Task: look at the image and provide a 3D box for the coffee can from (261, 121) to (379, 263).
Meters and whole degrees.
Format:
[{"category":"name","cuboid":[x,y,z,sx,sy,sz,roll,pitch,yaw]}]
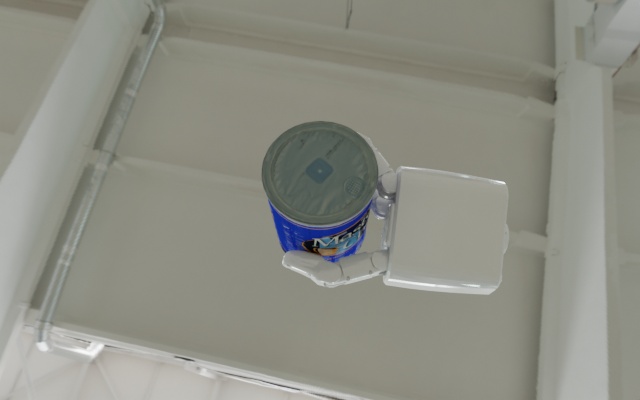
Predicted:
[{"category":"coffee can","cuboid":[0.000,0.002,0.479,0.103,0.102,0.140,0,-24,1]}]
